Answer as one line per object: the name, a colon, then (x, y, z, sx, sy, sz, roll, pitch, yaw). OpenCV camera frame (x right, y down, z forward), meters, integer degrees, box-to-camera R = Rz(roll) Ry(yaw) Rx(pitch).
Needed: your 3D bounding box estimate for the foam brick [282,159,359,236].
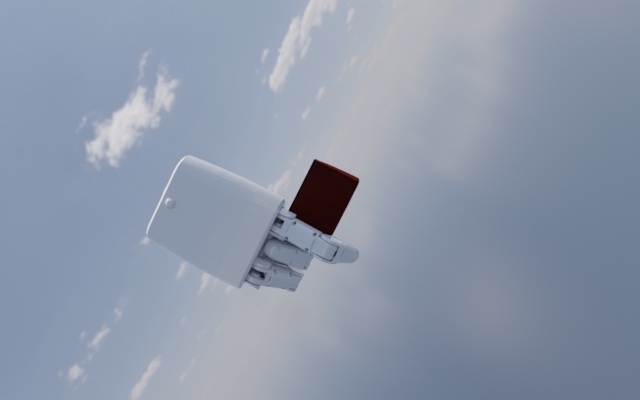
foam brick: (0.000, 0.001, 0.489, 0.051, 0.078, 0.053, 27, 6, 0)
